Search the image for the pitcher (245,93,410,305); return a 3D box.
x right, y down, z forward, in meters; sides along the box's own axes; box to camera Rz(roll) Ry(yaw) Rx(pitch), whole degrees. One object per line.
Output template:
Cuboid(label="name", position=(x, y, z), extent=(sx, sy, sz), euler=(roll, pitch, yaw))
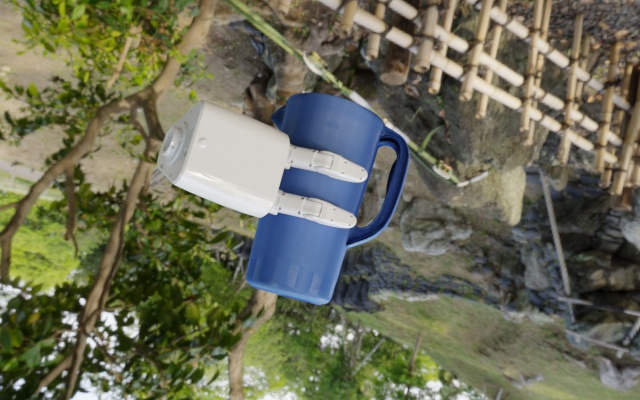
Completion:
Cuboid(label="pitcher", position=(0.000, 0.002, 0.595), extent=(0.145, 0.242, 0.149), euler=(21, -11, -33))
